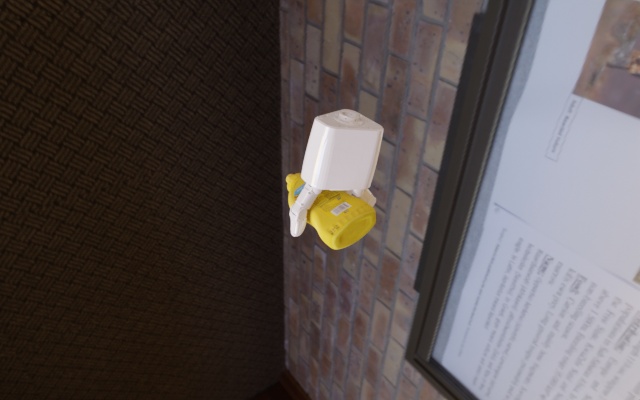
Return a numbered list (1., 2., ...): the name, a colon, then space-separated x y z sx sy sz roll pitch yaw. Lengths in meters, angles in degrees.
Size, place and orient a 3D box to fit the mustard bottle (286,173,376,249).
1. mustard bottle: 0.000 0.003 0.831 0.096 0.058 0.191 -33 47 -22
